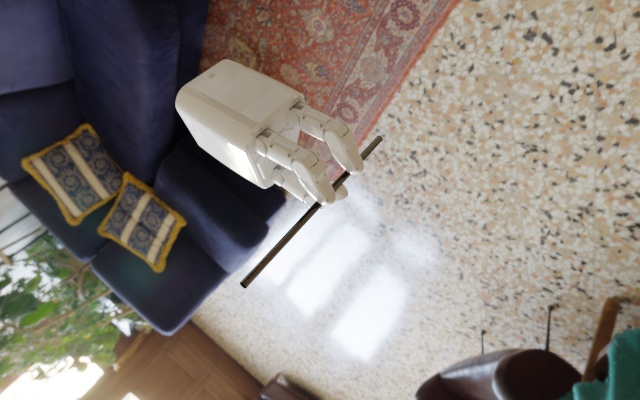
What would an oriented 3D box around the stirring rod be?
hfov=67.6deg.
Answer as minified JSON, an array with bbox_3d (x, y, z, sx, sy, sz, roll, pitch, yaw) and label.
[{"bbox_3d":[0.000,0.002,0.488,0.011,0.011,0.239,0,38,46],"label":"stirring rod"}]
